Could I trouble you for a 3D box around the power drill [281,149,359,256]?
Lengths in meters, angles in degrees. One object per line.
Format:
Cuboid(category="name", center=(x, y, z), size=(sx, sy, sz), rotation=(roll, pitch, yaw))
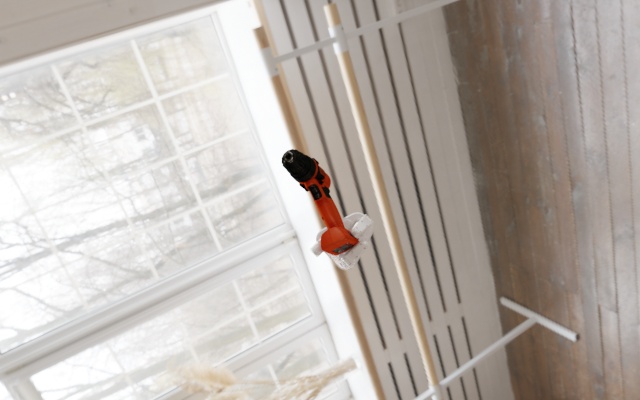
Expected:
Cuboid(category="power drill", center=(0.000, 0.003, 0.883), size=(0.057, 0.187, 0.184), rotation=(-27, -20, 13))
